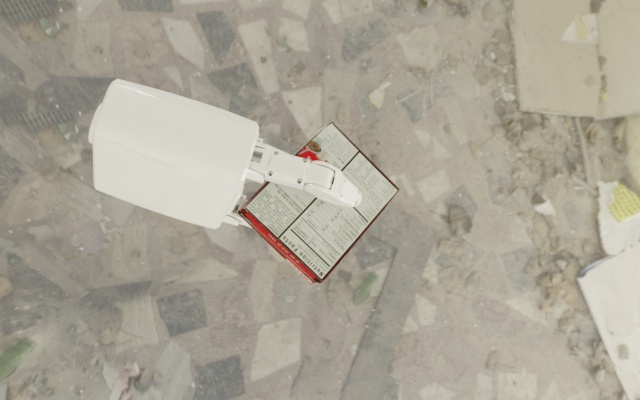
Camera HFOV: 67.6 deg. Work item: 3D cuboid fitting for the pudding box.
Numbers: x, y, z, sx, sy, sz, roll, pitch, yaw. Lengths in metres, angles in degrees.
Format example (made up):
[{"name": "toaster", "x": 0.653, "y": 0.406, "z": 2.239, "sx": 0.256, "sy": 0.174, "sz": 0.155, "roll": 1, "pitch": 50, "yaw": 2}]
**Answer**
[{"name": "pudding box", "x": 0.000, "y": 0.001, "z": 0.410, "sx": 0.113, "sy": 0.090, "sz": 0.039, "roll": -47, "pitch": 6, "yaw": -18}]
